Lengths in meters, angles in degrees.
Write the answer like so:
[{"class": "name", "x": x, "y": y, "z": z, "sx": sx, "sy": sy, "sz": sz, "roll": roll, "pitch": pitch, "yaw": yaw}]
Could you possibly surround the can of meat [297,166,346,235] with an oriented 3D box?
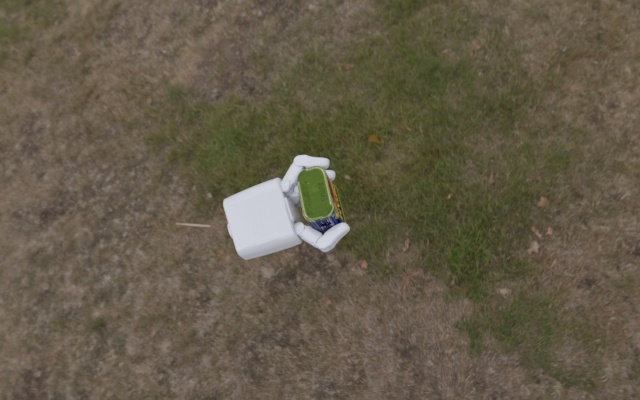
[{"class": "can of meat", "x": 0.000, "y": 0.003, "z": 0.806, "sx": 0.057, "sy": 0.102, "sz": 0.084, "roll": -17, "pitch": -26, "yaw": 9}]
